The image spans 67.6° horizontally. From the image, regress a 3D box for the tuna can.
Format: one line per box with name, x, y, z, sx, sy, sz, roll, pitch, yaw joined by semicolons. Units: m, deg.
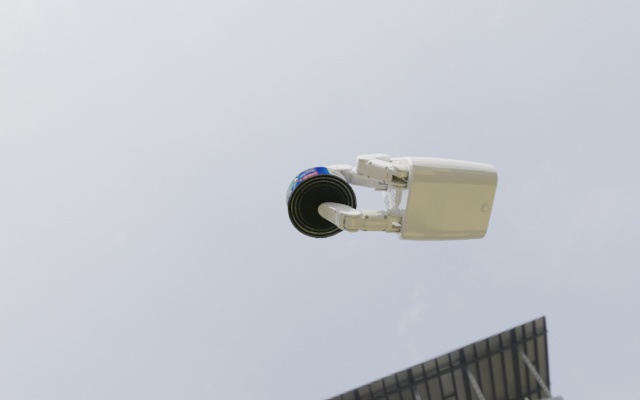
tuna can;0.000;0.002;0.595;0.086;0.086;0.033;0;23;-10
